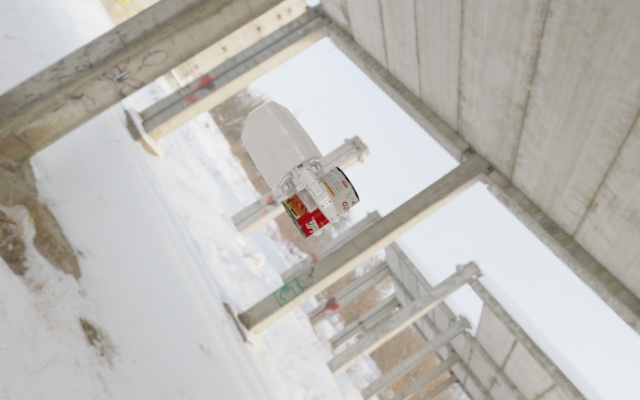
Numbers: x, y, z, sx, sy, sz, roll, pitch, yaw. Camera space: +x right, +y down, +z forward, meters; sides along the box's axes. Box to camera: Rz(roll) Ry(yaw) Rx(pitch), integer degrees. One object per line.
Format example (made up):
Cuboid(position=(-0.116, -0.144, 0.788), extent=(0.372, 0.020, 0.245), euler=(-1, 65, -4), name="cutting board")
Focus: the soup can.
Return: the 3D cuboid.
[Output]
Cuboid(position=(0.001, 0.003, 0.728), extent=(0.102, 0.068, 0.068), euler=(-34, 4, -6), name="soup can")
